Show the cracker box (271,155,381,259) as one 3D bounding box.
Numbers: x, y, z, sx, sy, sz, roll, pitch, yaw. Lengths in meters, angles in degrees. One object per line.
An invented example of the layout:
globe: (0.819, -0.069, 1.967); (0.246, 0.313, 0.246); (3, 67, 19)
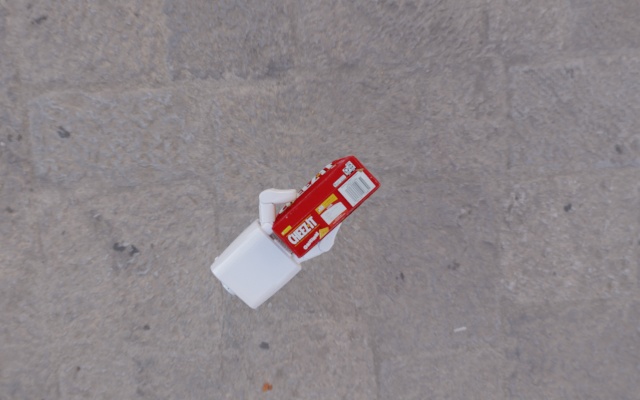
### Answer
cracker box: (0.000, 0.003, 0.794); (0.164, 0.072, 0.213); (-42, 5, -1)
